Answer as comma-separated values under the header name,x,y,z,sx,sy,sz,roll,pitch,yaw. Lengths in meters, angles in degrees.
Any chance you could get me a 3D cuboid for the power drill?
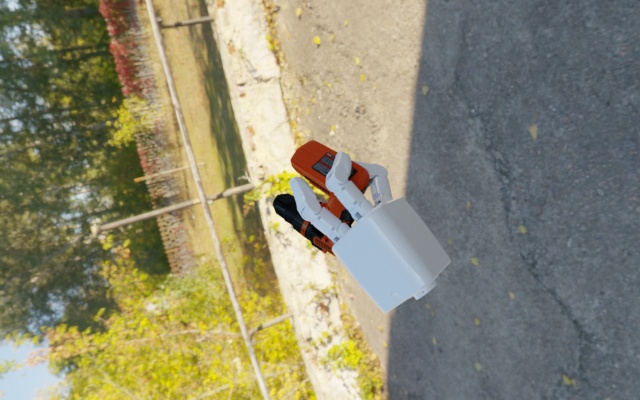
name,x,y,z,sx,sy,sz,roll,pitch,yaw
power drill,0.000,0.002,0.691,0.184,0.057,0.188,30,-29,20
